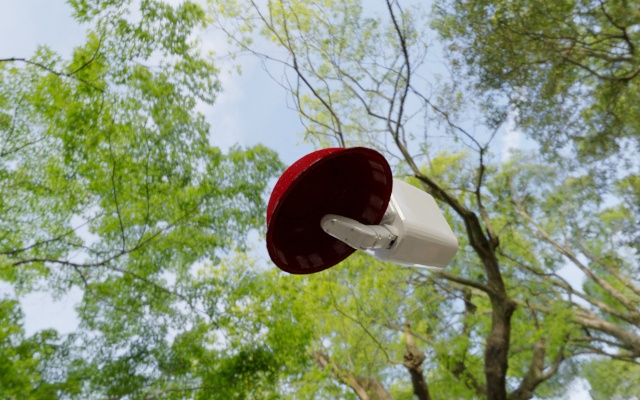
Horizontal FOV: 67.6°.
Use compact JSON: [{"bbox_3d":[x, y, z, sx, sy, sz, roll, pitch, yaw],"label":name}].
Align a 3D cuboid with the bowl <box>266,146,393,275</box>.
[{"bbox_3d":[-0.001,0.001,0.518,0.162,0.162,0.055,0,33,-42],"label":"bowl"}]
